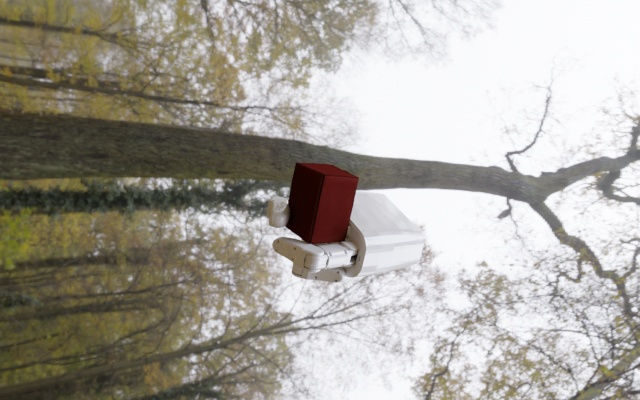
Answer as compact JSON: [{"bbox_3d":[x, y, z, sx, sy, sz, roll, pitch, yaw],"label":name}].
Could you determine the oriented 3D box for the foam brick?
[{"bbox_3d":[0.000,0.001,0.524,0.051,0.078,0.053,-1,21,-37],"label":"foam brick"}]
